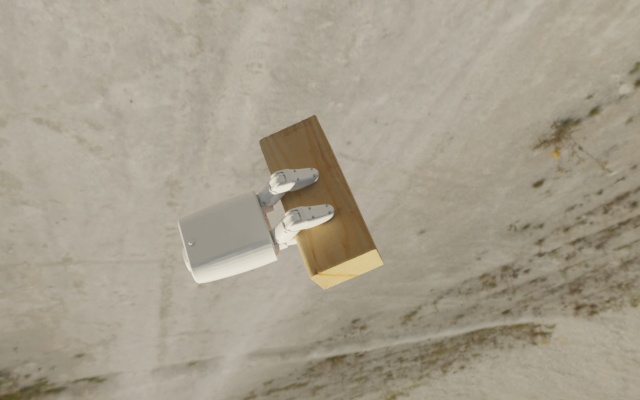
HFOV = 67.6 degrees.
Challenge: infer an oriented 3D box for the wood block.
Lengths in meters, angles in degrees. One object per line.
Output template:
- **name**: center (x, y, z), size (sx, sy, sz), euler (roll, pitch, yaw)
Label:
- **wood block**: center (0.000, 0.003, 0.648), size (0.090, 0.206, 0.091), euler (-24, -23, 4)
